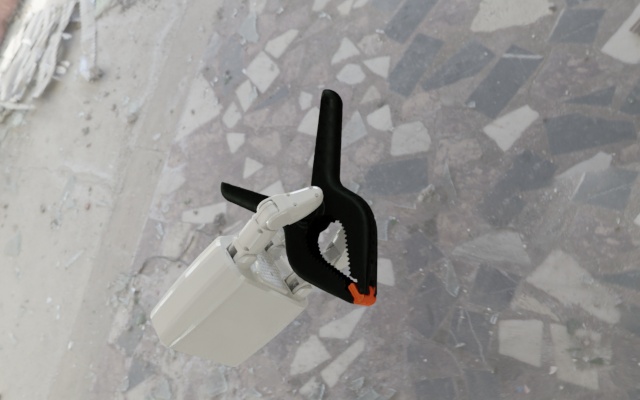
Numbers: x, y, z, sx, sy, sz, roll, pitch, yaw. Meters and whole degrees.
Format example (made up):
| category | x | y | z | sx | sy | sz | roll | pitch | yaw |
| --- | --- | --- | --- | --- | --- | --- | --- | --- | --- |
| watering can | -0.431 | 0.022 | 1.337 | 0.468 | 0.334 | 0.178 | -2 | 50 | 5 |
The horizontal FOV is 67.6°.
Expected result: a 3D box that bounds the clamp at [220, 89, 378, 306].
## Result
| category | x | y | z | sx | sy | sz | roll | pitch | yaw |
| --- | --- | --- | --- | --- | --- | --- | --- | --- | --- |
| clamp | 0.000 | 0.002 | 0.455 | 0.036 | 0.164 | 0.210 | 23 | 25 | -55 |
